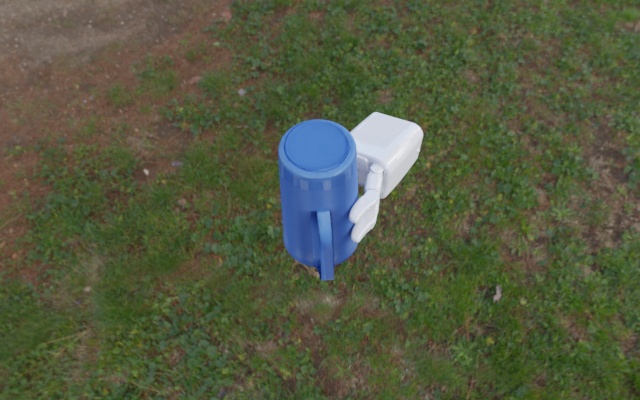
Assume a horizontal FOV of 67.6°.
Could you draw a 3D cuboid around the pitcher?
[{"bbox_3d":[0.000,0.002,0.738,0.149,0.145,0.243,35,-27,23],"label":"pitcher"}]
